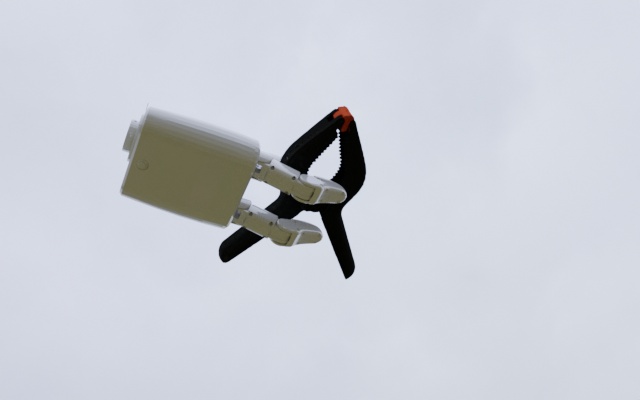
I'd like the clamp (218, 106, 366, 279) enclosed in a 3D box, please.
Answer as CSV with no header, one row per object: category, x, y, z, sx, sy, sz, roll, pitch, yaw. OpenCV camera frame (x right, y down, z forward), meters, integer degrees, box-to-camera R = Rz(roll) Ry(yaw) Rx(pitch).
clamp,0.000,0.001,0.521,0.164,0.210,0.036,17,26,-24
